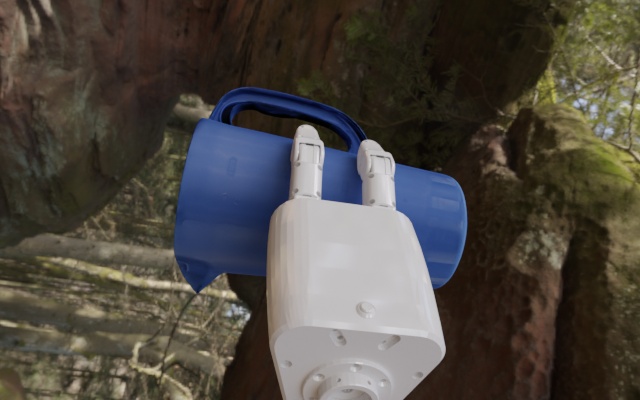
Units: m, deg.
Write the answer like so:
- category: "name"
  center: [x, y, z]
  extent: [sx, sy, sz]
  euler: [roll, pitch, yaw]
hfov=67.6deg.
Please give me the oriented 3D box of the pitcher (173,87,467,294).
- category: "pitcher"
  center: [0.000, 0.002, 0.433]
  extent: [0.243, 0.149, 0.145]
  euler: [9, 31, -8]
